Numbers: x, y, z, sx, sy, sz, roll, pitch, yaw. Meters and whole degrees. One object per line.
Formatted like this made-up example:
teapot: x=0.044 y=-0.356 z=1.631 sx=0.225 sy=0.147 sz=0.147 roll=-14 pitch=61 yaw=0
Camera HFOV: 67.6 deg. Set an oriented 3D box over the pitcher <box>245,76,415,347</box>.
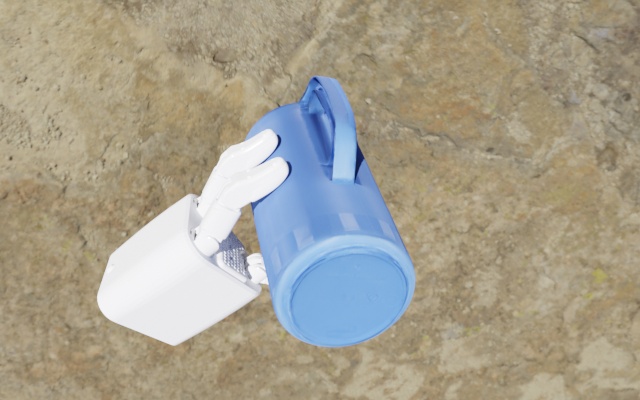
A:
pitcher: x=0.000 y=0.002 z=0.439 sx=0.145 sy=0.149 sz=0.242 roll=-32 pitch=32 yaw=8
